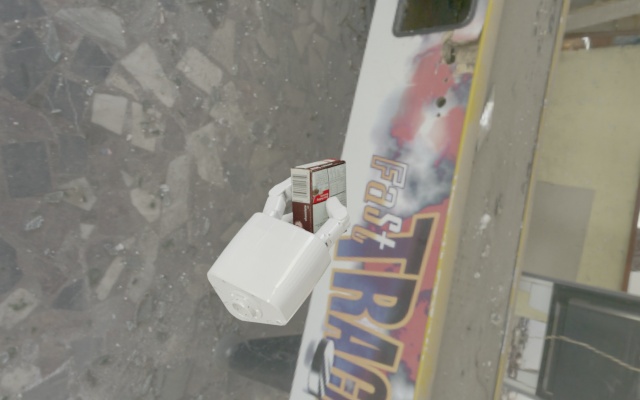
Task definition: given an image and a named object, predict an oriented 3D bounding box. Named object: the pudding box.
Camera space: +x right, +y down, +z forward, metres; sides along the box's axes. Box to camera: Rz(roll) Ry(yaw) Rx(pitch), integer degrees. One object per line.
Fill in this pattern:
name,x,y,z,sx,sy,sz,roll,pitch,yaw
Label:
pudding box,0.000,0.002,0.684,0.039,0.113,0.090,10,18,33
